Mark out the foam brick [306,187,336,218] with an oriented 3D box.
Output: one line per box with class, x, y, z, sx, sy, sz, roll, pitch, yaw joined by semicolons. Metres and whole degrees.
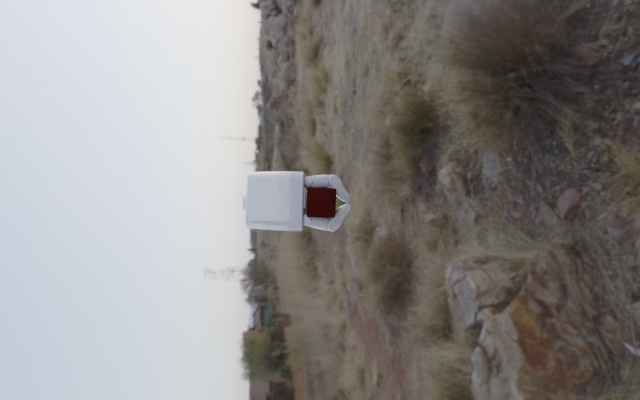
foam brick;0.000;0.003;0.866;0.051;0.053;0.078;2;2;-2
